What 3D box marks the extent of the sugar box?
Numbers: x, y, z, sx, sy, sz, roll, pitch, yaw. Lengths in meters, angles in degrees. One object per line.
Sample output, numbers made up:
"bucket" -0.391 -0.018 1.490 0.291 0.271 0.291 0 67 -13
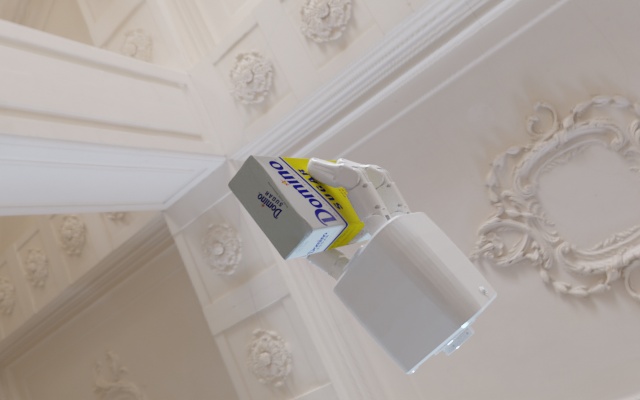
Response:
"sugar box" 0.001 0.001 0.480 0.048 0.093 0.176 -48 -21 21
